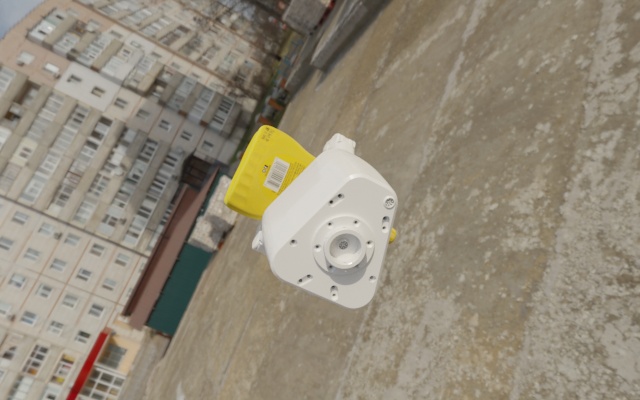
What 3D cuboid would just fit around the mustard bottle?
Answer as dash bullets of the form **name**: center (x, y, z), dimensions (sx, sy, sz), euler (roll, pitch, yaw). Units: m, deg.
- **mustard bottle**: center (0.000, 0.002, 0.525), dimensions (0.191, 0.096, 0.058), euler (26, -14, -14)
